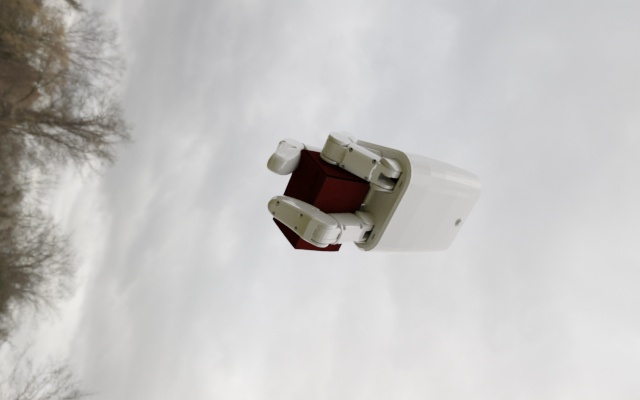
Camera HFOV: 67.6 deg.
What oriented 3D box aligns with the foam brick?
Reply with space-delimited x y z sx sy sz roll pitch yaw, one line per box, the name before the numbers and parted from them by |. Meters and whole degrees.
foam brick | 0.000 0.002 0.437 0.051 0.078 0.053 8 28 -36
